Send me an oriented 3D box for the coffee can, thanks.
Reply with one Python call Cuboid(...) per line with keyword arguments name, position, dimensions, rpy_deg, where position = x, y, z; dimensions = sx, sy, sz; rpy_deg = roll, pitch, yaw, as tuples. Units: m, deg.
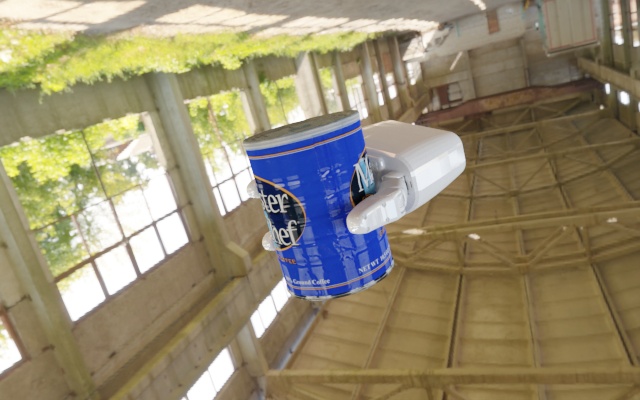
Cuboid(name="coffee can", position=(0.000, 0.001, 0.422), dimensions=(0.103, 0.140, 0.102), rpy_deg=(-14, 14, 4))
